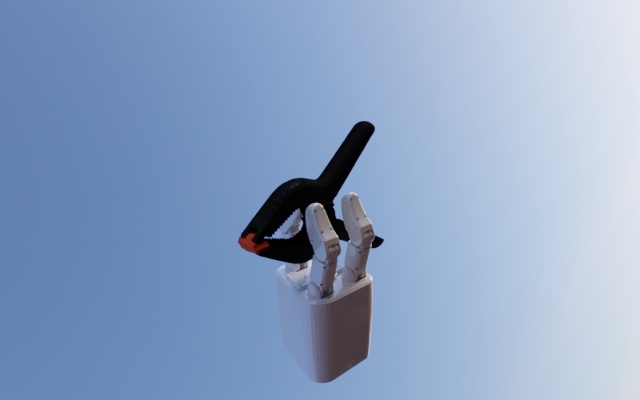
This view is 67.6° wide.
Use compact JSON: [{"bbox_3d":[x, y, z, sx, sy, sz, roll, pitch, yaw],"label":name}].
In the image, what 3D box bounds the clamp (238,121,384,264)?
[{"bbox_3d":[-0.001,0.002,0.535,0.210,0.164,0.036,-17,21,-42],"label":"clamp"}]
